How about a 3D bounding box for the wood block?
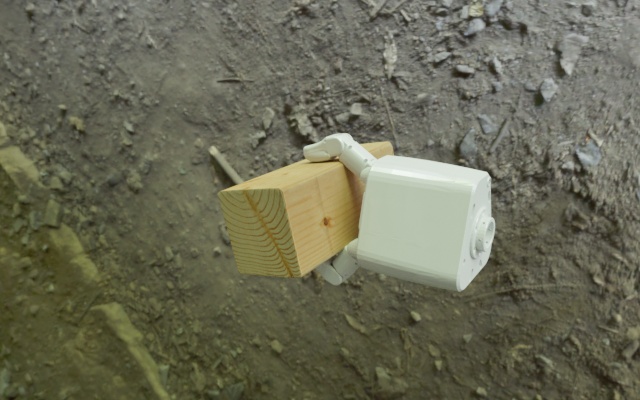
[{"bbox_3d":[0.000,0.001,0.537,0.090,0.091,0.206,-2,16,38],"label":"wood block"}]
